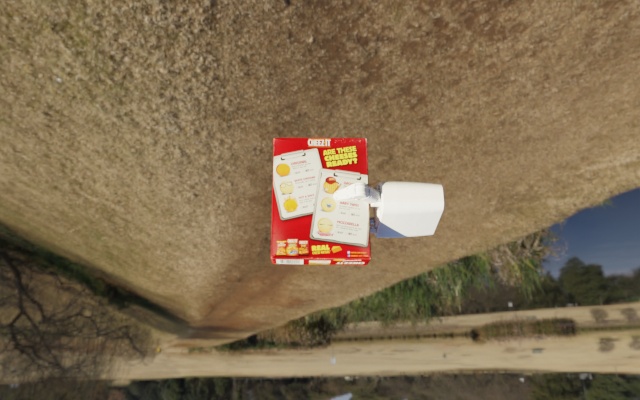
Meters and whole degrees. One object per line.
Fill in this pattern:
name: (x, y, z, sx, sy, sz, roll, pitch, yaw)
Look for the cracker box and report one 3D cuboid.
cracker box: (0.000, 0.003, 0.821, 0.164, 0.213, 0.072, 0, -18, -2)
